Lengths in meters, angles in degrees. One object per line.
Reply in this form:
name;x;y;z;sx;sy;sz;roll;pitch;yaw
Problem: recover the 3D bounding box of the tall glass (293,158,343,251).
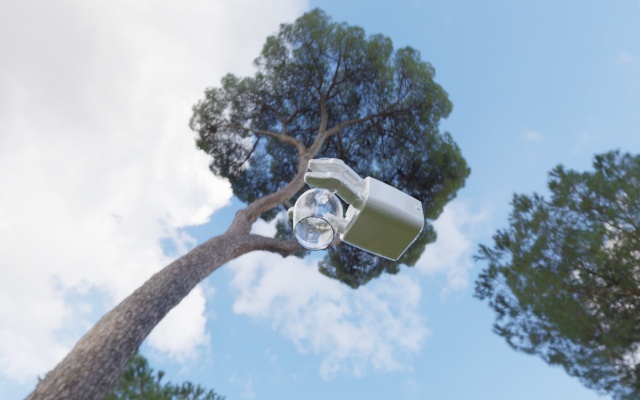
tall glass;0.000;0.002;0.797;0.079;0.079;0.201;0;28;7
